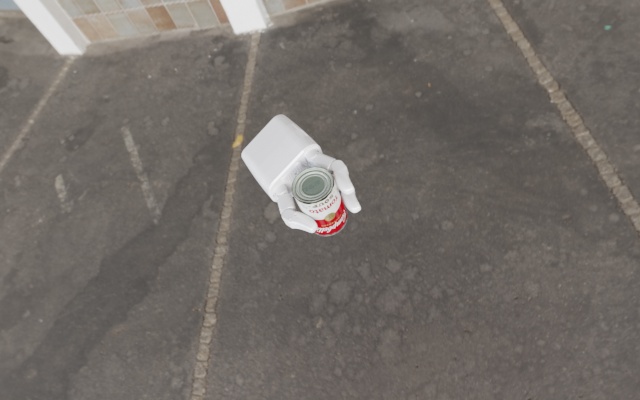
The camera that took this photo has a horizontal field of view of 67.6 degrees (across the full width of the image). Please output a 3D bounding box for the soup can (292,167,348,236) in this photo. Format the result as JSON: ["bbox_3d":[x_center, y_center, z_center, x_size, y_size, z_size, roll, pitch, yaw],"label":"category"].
[{"bbox_3d":[0.000,0.003,0.752,0.068,0.068,0.102,0,-32,16],"label":"soup can"}]
